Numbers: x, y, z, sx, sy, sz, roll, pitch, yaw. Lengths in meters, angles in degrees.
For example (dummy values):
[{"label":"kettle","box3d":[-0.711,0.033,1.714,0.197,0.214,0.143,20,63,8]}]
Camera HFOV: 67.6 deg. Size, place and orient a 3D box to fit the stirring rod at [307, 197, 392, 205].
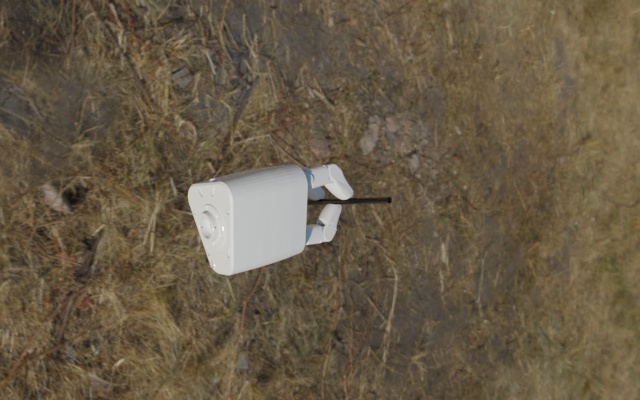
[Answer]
[{"label":"stirring rod","box3d":[0.000,0.002,0.657,0.011,0.011,0.239,0,-1,-43]}]
